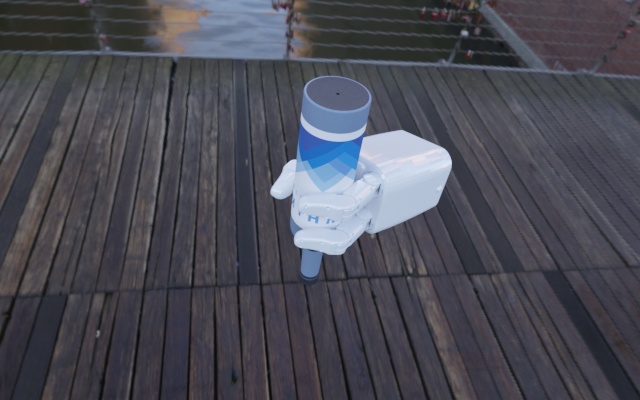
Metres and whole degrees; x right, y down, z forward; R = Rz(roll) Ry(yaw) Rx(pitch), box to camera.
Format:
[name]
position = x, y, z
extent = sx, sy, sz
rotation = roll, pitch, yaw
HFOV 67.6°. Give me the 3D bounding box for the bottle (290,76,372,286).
[bottle]
position = 0.000, 0.002, 0.563
extent = 0.069, 0.296, 0.069
rotation = 5, 44, -5
